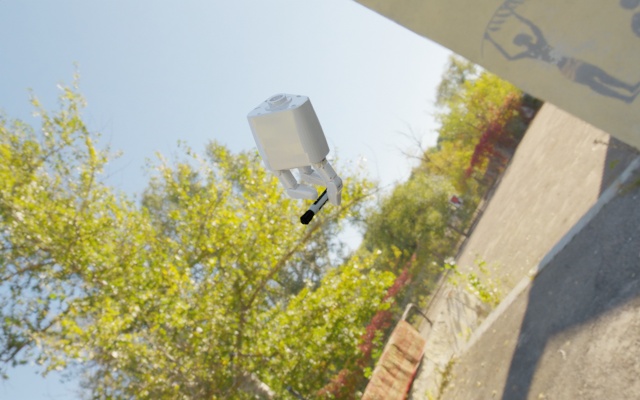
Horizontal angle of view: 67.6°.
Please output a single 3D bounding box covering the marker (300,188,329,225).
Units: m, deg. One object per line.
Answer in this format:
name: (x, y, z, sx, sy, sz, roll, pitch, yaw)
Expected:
marker: (0.000, 0.003, 0.852, 0.020, 0.020, 0.121, 0, 35, 39)
